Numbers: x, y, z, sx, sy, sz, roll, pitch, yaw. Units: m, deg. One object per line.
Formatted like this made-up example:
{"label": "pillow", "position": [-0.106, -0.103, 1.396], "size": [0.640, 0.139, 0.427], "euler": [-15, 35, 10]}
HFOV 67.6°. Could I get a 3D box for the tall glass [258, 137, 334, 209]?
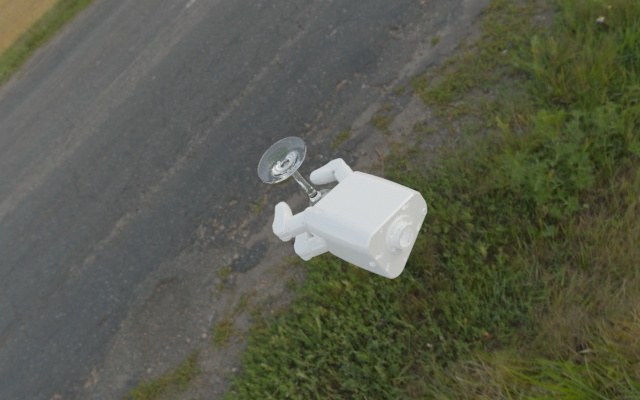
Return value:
{"label": "tall glass", "position": [0.000, 0.002, 0.676], "size": [0.079, 0.079, 0.201], "euler": [0, -34, 37]}
